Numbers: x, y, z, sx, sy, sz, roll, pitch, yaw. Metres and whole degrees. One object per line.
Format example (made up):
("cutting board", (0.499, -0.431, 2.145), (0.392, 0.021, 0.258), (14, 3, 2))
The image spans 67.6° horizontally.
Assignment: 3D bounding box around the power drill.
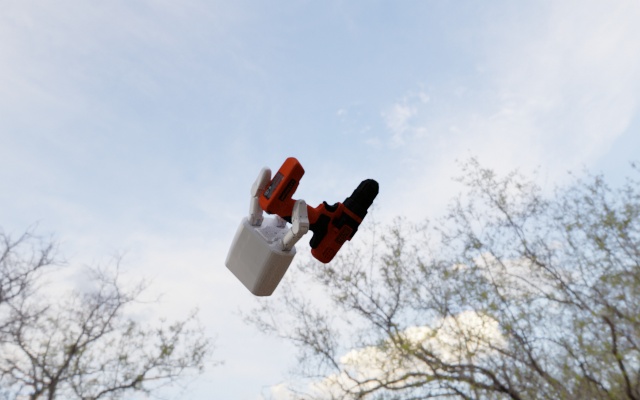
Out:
("power drill", (0.000, 0.003, 0.857), (0.188, 0.184, 0.057), (35, -1, -27))
